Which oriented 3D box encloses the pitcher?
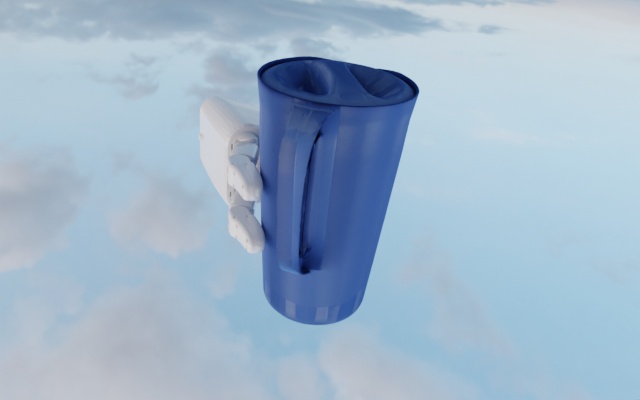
[{"bbox_3d":[0.000,0.001,0.443,0.149,0.243,0.145,-11,35,-28],"label":"pitcher"}]
